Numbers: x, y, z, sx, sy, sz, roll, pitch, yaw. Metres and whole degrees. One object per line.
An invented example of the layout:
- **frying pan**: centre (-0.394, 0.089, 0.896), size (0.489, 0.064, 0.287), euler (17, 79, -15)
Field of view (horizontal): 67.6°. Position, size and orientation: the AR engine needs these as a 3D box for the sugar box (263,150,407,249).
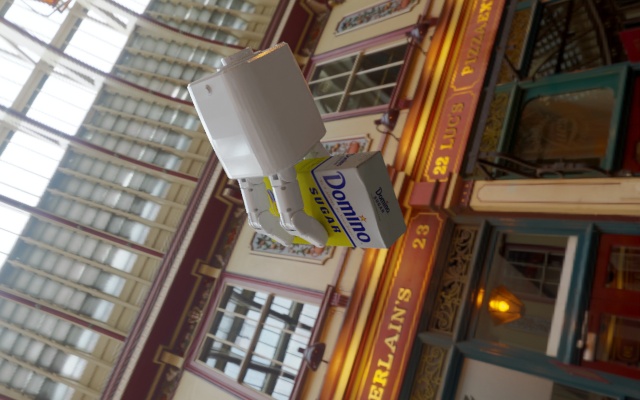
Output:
- **sugar box**: centre (0.000, 0.002, 0.522), size (0.176, 0.093, 0.048), euler (-1, 28, 47)
